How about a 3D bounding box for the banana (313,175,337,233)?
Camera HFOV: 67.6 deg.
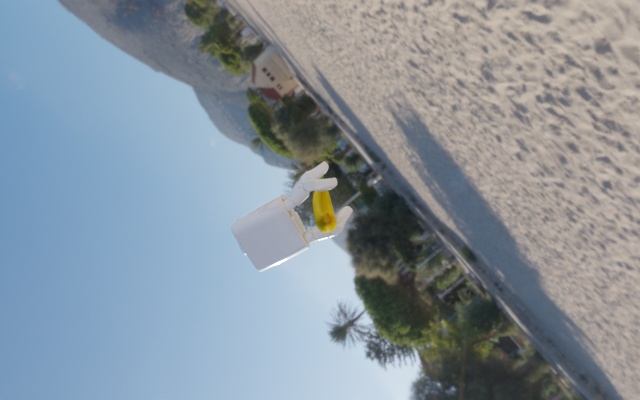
[{"bbox_3d":[0.005,0.018,0.859,0.037,0.070,0.197,-16,26,1],"label":"banana"}]
